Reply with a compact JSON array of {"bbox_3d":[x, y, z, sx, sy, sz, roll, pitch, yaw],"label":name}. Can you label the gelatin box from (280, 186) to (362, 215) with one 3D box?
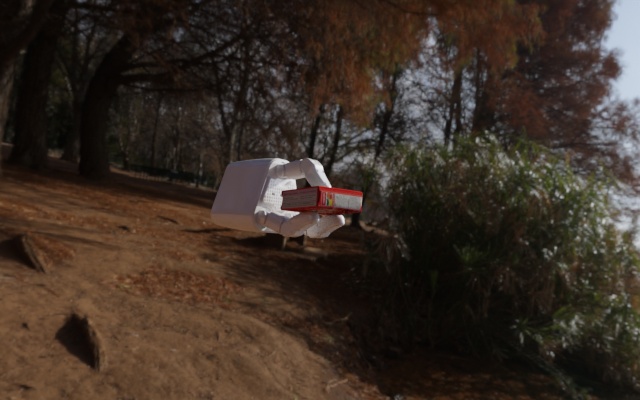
[{"bbox_3d":[0.000,0.002,0.636,0.073,0.030,0.089,8,-9,-36],"label":"gelatin box"}]
